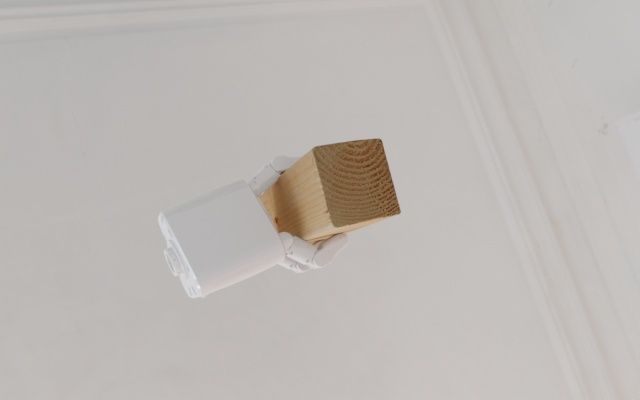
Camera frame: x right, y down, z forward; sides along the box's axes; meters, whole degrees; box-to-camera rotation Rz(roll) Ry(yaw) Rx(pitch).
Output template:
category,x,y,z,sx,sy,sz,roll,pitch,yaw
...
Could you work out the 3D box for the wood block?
category,x,y,z,sx,sy,sz,roll,pitch,yaw
wood block,0.000,0.002,0.600,0.090,0.091,0.206,-11,-8,-26
